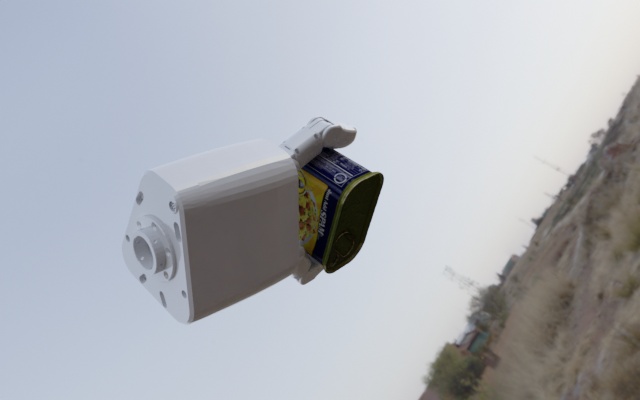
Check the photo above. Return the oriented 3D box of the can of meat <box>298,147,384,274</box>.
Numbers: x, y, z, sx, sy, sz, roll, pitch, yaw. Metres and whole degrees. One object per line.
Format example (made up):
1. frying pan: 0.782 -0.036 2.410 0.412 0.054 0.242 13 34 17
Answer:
1. can of meat: 0.000 0.001 0.438 0.084 0.102 0.057 34 39 28
